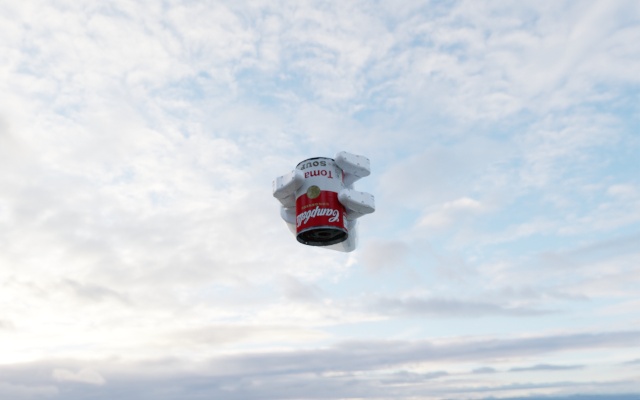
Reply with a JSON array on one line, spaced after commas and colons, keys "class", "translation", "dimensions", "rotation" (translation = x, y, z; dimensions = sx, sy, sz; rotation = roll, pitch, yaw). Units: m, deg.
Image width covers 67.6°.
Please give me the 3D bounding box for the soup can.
[{"class": "soup can", "translation": [0.000, 0.002, 0.634], "dimensions": [0.068, 0.102, 0.068], "rotation": [-2, -25, -1]}]
